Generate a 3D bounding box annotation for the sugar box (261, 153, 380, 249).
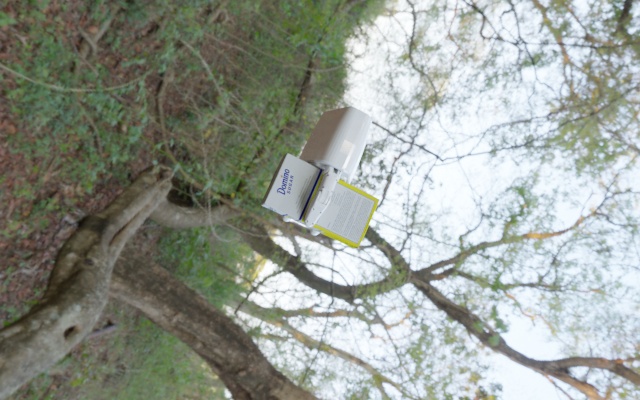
[{"bbox_3d":[0.000,0.003,0.790,0.176,0.093,0.048,26,-11,-11],"label":"sugar box"}]
